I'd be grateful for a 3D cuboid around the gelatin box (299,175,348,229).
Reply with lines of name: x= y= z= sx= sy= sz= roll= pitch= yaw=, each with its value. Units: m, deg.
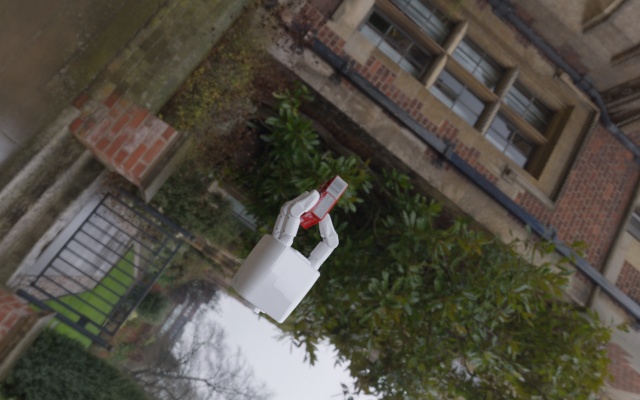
gelatin box: x=0.001 y=0.003 z=0.835 sx=0.030 sy=0.089 sz=0.073 roll=42 pitch=-24 yaw=-9
